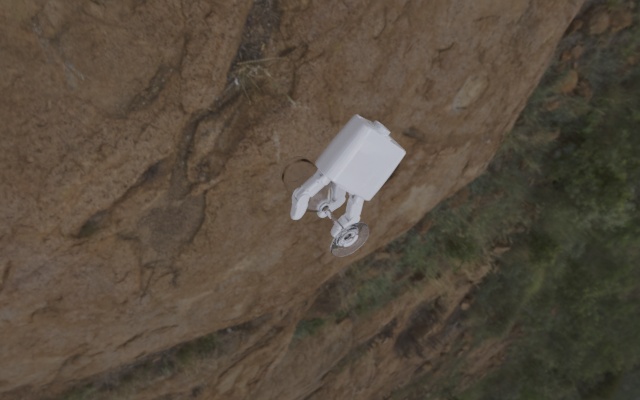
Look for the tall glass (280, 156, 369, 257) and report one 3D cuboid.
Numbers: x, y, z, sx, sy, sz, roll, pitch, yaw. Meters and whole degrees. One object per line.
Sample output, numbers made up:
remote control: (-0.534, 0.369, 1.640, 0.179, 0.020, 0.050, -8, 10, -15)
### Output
tall glass: (0.000, 0.003, 0.837, 0.079, 0.079, 0.201, 0, 38, -39)
